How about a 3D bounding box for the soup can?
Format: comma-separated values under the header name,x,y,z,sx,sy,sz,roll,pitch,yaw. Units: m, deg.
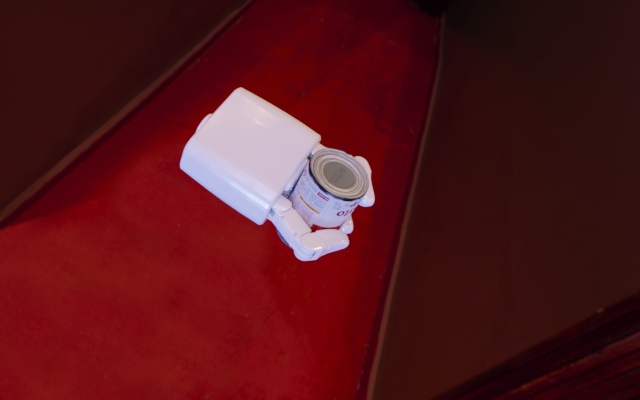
name,x,y,z,sx,sy,sz,roll,pitch,yaw
soup can,0.001,0.002,0.509,0.068,0.068,0.102,0,-36,-29
